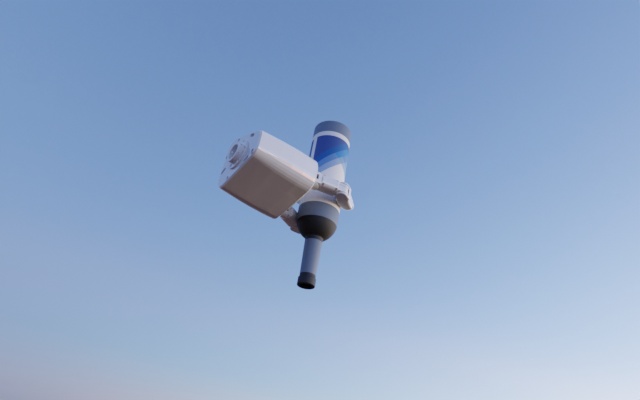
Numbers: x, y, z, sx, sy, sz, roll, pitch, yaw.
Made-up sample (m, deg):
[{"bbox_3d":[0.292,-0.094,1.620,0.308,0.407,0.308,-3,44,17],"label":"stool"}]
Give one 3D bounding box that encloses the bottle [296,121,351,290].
[{"bbox_3d":[0.000,0.002,0.780,0.069,0.295,0.069,7,-31,4],"label":"bottle"}]
